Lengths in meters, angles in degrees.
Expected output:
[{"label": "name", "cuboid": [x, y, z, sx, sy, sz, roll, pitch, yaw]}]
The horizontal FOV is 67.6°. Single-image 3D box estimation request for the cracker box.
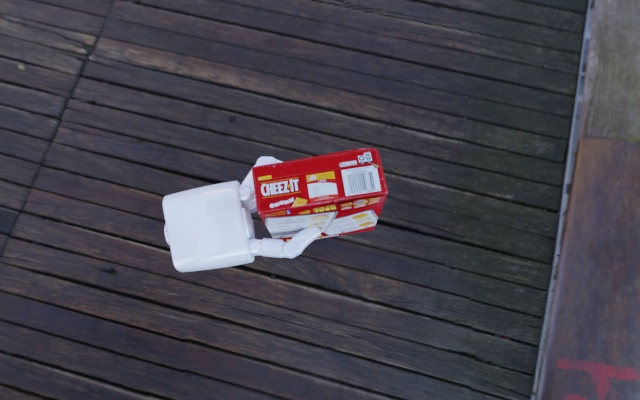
[{"label": "cracker box", "cuboid": [0.000, 0.002, 0.689, 0.164, 0.072, 0.214, -9, -16, -1]}]
